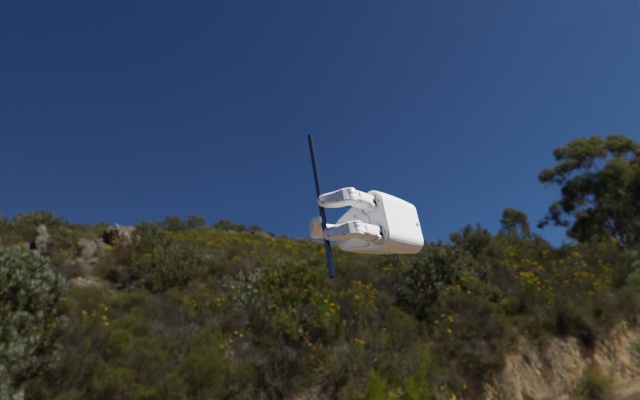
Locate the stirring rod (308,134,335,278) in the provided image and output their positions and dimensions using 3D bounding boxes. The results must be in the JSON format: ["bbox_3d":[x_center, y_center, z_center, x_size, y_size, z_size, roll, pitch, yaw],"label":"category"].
[{"bbox_3d":[0.000,0.003,0.742,0.011,0.239,0.011,-8,-23,-3],"label":"stirring rod"}]
